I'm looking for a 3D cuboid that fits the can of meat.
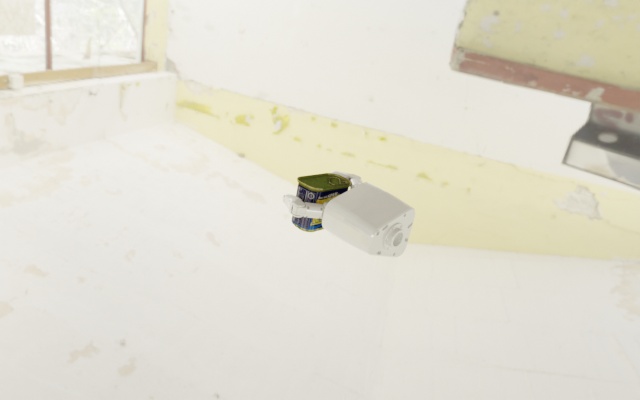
[{"bbox_3d":[0.000,0.003,0.842,0.102,0.084,0.057,-11,30,-45],"label":"can of meat"}]
